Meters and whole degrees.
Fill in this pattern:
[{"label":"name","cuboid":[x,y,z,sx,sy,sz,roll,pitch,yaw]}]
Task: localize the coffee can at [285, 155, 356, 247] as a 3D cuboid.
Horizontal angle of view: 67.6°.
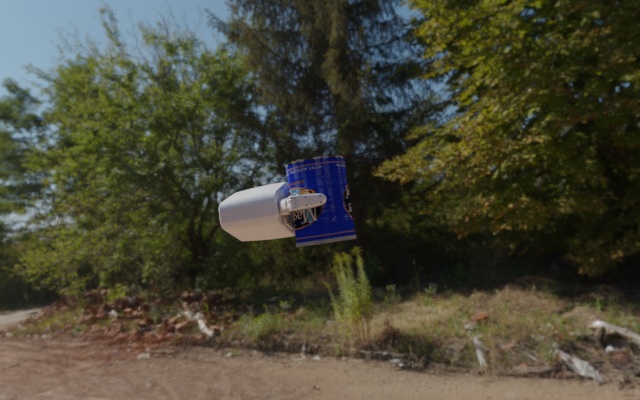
[{"label":"coffee can","cuboid":[0.000,0.003,0.810,0.103,0.140,0.103,-8,-4,-1]}]
